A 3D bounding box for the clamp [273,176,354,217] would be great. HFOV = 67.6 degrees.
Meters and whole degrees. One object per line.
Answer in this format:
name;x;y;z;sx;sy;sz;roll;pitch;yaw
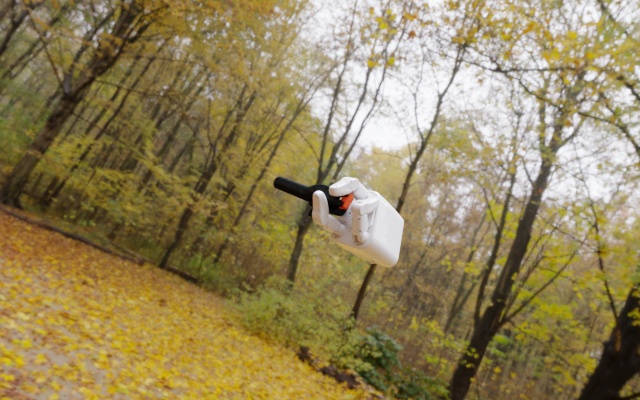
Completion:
clamp;0.000;0.002;0.887;0.171;0.039;0.120;14;-17;44
